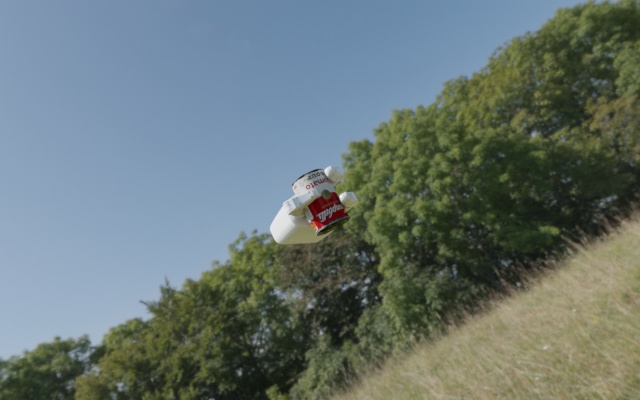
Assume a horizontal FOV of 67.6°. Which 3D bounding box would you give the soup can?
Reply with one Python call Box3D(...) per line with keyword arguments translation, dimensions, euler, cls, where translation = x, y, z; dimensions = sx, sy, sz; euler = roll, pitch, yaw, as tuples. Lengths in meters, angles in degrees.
Box3D(translation=(0.000, 0.002, 0.856), dimensions=(0.068, 0.102, 0.068), euler=(-26, -14, -7), cls="soup can")
